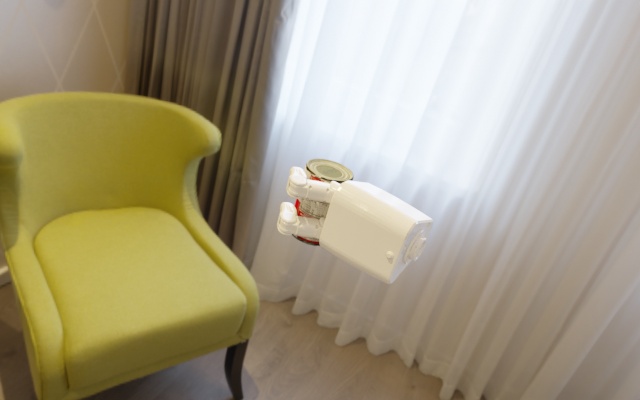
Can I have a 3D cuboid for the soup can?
[{"bbox_3d":[0.000,0.002,0.655,0.068,0.102,0.068,13,27,-7],"label":"soup can"}]
